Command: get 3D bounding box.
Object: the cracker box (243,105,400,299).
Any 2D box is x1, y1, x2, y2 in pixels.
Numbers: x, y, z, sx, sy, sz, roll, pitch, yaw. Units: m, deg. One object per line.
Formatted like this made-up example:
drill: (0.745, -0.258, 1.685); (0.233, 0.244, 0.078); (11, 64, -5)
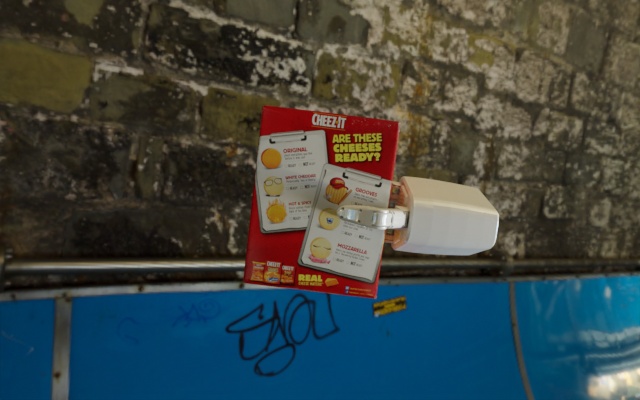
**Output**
cracker box: (0.000, 0.002, 0.591); (0.164, 0.214, 0.072); (7, 4, -1)
